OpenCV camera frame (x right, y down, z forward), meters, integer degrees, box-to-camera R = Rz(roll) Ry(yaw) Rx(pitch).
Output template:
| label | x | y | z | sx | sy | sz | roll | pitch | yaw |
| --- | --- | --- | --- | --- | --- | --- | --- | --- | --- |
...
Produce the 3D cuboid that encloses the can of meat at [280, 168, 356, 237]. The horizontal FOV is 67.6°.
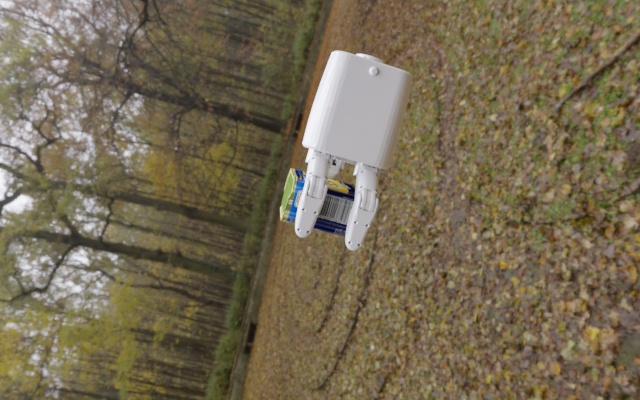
| label | x | y | z | sx | sy | sz | roll | pitch | yaw |
| --- | --- | --- | --- | --- | --- | --- | --- | --- | --- |
| can of meat | 0.000 | 0.002 | 0.552 | 0.084 | 0.057 | 0.102 | 15 | 9 | -9 |
